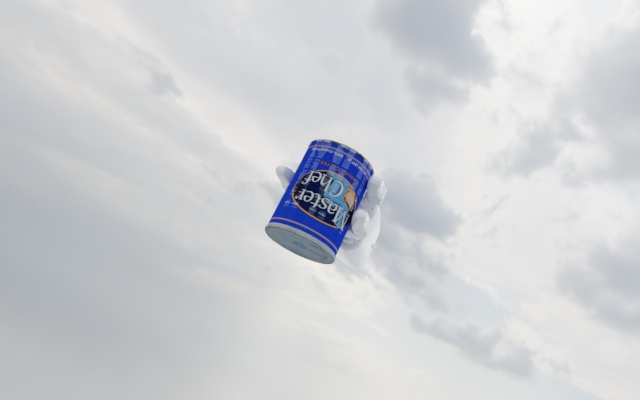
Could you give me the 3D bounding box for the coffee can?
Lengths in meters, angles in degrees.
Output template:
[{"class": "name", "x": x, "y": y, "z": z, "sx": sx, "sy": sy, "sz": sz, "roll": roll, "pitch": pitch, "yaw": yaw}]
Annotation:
[{"class": "coffee can", "x": 0.000, "y": 0.002, "z": 0.656, "sx": 0.103, "sy": 0.140, "sz": 0.103, "roll": 23, "pitch": -20, "yaw": 9}]
